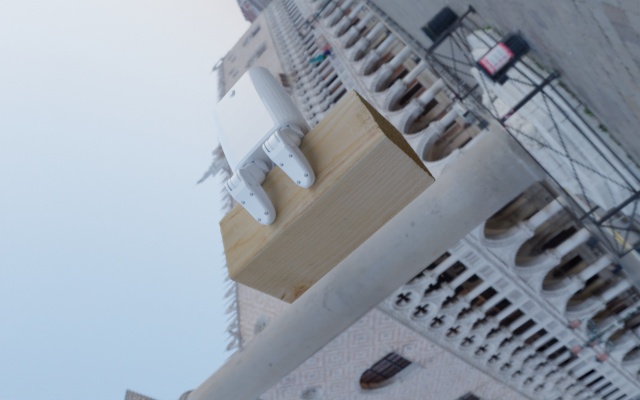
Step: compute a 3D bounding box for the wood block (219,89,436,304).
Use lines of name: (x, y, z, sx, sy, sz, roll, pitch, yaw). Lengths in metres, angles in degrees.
wood block: (0.000, 0.002, 0.495, 0.091, 0.206, 0.090, 32, 23, -39)
